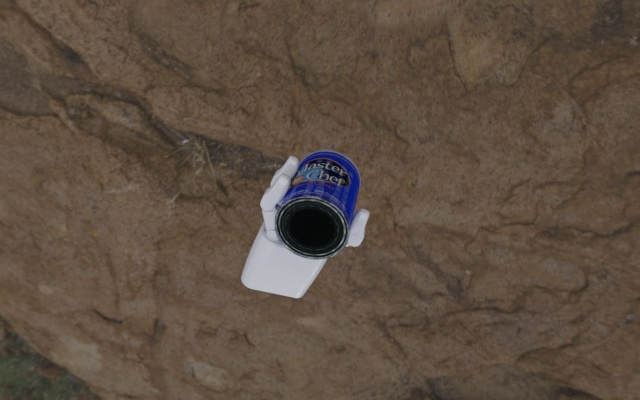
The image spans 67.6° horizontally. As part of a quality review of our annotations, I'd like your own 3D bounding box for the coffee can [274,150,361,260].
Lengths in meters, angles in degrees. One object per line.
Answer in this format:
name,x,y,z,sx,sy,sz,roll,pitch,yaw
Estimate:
coffee can,0.000,0.002,0.690,0.103,0.103,0.140,0,31,12
